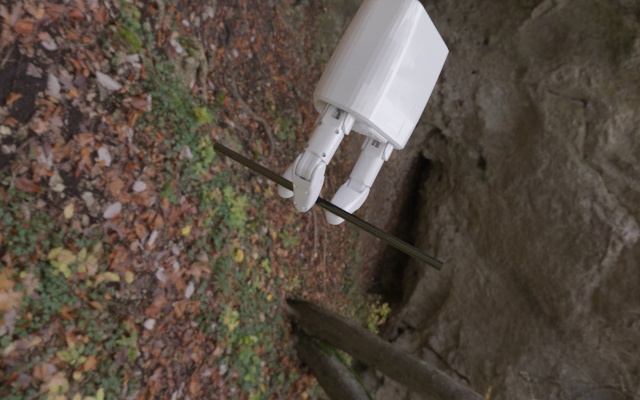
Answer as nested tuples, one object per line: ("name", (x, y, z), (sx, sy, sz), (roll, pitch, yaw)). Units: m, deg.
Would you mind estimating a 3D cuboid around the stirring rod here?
("stirring rod", (0.000, 0.001, 0.434), (0.239, 0.011, 0.011), (28, 8, 15))
